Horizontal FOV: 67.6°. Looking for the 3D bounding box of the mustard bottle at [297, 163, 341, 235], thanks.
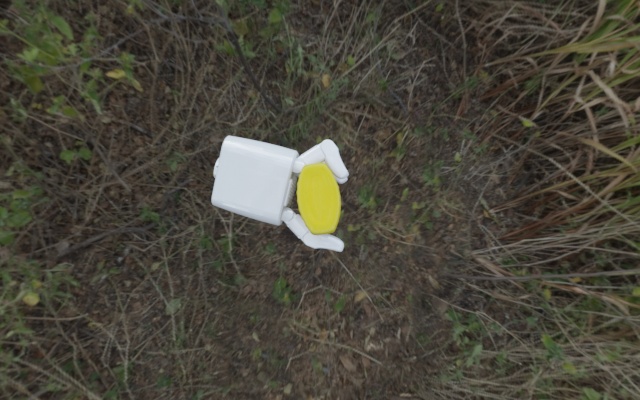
[{"bbox_3d":[0.000,0.002,0.721,0.058,0.096,0.191,-9,-3,1],"label":"mustard bottle"}]
